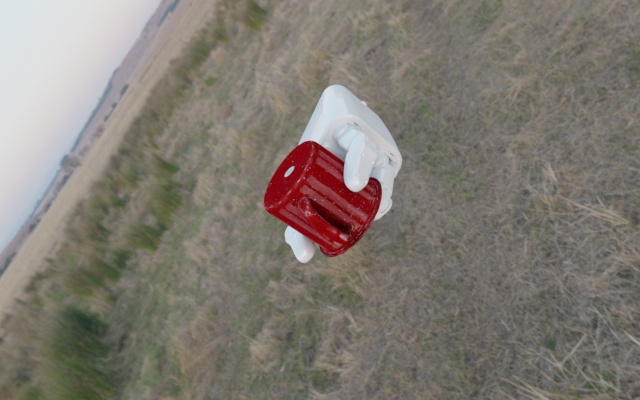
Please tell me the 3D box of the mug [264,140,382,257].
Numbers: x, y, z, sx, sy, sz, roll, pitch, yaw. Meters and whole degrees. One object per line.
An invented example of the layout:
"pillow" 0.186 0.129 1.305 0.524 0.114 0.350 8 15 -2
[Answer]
"mug" 0.000 0.002 0.453 0.081 0.093 0.117 34 22 -23
